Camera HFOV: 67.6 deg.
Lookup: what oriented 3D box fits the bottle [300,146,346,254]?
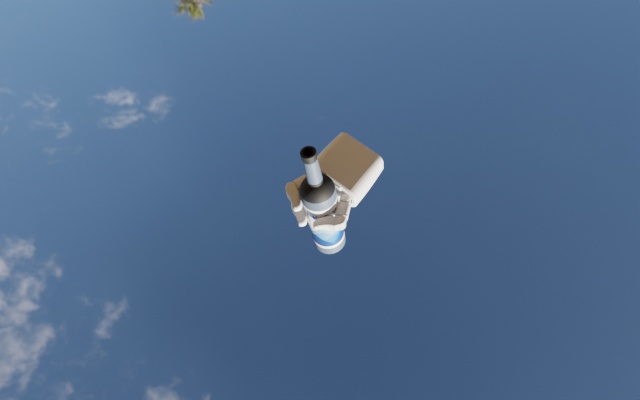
[{"bbox_3d":[0.000,0.003,0.898,0.069,0.069,0.296,0,-34,10],"label":"bottle"}]
